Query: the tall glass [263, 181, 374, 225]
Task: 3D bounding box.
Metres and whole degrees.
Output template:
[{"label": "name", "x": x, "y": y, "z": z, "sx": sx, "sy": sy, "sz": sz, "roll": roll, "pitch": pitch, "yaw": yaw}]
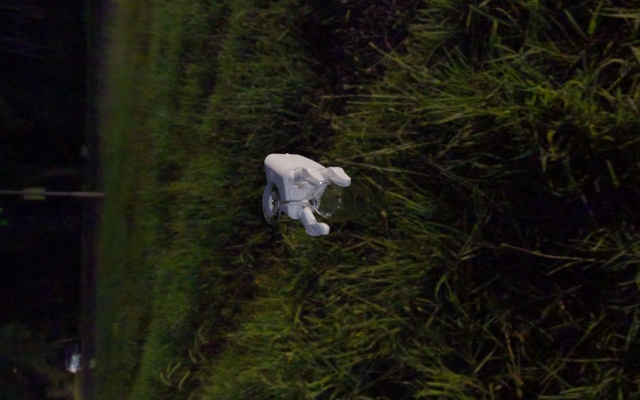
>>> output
[{"label": "tall glass", "x": 0.000, "y": 0.003, "z": 0.877, "sx": 0.201, "sy": 0.079, "sz": 0.079, "roll": -1, "pitch": 0, "yaw": -31}]
